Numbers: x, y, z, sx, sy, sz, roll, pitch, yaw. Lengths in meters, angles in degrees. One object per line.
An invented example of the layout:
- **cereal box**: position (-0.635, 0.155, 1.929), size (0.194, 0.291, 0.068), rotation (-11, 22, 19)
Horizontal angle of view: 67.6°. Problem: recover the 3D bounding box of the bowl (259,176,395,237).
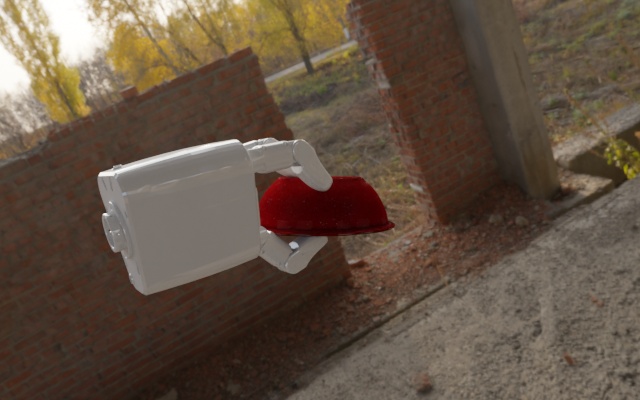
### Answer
- **bowl**: position (0.001, 0.001, 0.522), size (0.162, 0.055, 0.162), rotation (0, 4, 0)
